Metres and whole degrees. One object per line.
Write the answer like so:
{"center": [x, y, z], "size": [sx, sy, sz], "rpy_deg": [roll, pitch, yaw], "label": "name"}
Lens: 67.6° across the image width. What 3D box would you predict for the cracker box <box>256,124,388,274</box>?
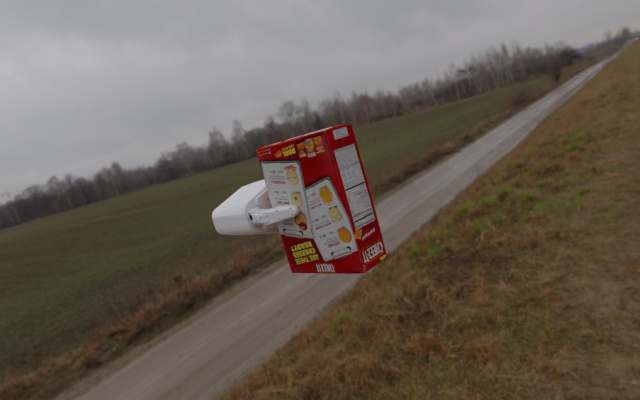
{"center": [0.000, 0.002, 0.744], "size": [0.164, 0.214, 0.072], "rpy_deg": [-8, 12, 46], "label": "cracker box"}
